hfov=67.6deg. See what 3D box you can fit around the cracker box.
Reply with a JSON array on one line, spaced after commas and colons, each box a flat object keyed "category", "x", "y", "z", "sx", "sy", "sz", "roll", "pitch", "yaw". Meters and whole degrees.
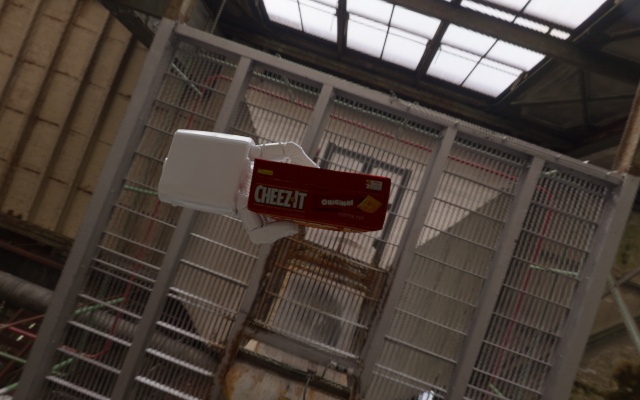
[{"category": "cracker box", "x": 0.000, "y": 0.002, "z": 0.657, "sx": 0.164, "sy": 0.072, "sz": 0.214, "roll": 8, "pitch": -4, "yaw": 2}]
